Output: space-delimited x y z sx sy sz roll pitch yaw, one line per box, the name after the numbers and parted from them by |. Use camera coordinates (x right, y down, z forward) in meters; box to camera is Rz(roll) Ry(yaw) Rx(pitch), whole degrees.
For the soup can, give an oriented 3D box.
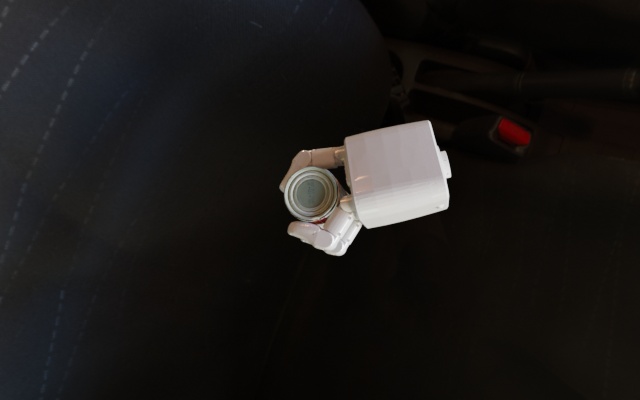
0.000 0.002 0.602 0.068 0.068 0.102 0 -12 14 | soup can
